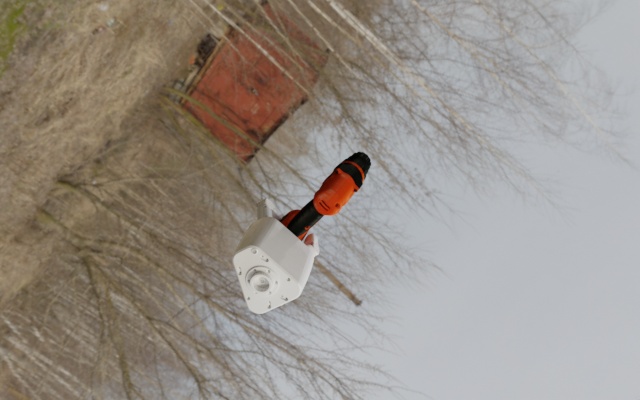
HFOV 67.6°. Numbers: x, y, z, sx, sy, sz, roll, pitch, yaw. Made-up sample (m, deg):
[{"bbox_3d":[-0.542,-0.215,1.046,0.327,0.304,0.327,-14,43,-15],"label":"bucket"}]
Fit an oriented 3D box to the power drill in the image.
[{"bbox_3d":[0.000,0.003,0.817,0.188,0.057,0.184,-44,1,36],"label":"power drill"}]
